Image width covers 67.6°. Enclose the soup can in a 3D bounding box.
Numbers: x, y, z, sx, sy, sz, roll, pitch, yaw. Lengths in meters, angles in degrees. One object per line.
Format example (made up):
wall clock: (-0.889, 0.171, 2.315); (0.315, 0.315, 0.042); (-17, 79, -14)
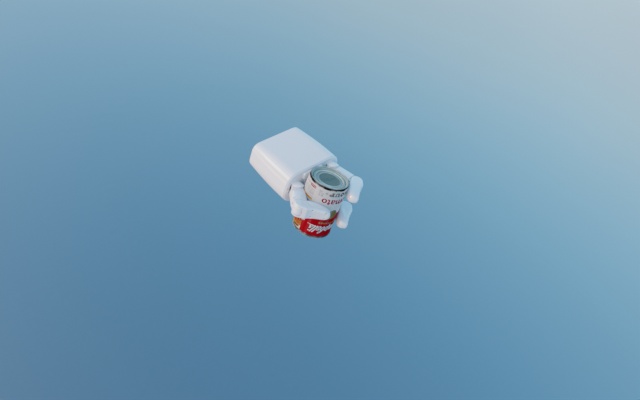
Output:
soup can: (0.000, 0.003, 0.790); (0.068, 0.102, 0.068); (15, 34, -10)
